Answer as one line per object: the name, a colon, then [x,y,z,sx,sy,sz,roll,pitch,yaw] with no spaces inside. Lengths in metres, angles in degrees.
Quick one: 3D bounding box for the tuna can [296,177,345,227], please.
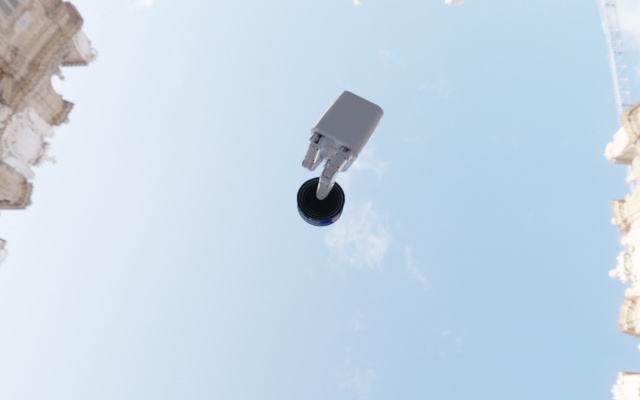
tuna can: [0.000,0.003,0.847,0.086,0.086,0.034,0,-27,-3]
